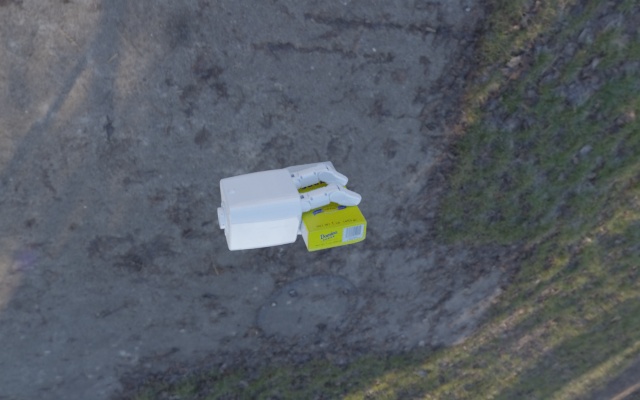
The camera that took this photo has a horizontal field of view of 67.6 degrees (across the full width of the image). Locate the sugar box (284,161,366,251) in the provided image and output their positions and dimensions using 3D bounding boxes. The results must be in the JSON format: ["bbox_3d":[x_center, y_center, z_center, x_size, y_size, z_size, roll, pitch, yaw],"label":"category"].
[{"bbox_3d":[0.000,0.002,0.775,0.093,0.048,0.176,-9,41,-16],"label":"sugar box"}]
